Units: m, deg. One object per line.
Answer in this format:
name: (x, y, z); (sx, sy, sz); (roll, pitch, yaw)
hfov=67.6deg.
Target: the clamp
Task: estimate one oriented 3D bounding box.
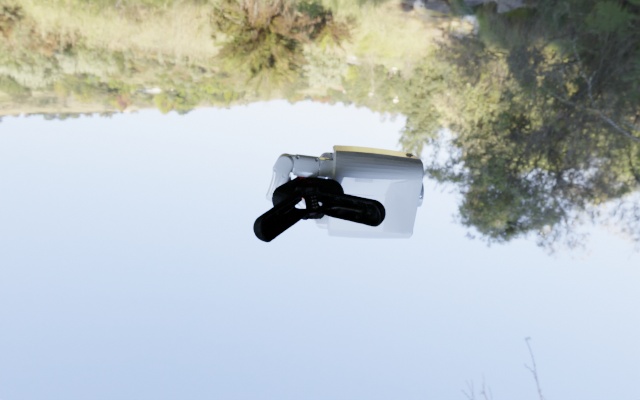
clamp: (0.000, 0.002, 0.495); (0.120, 0.039, 0.171); (0, 17, 0)
